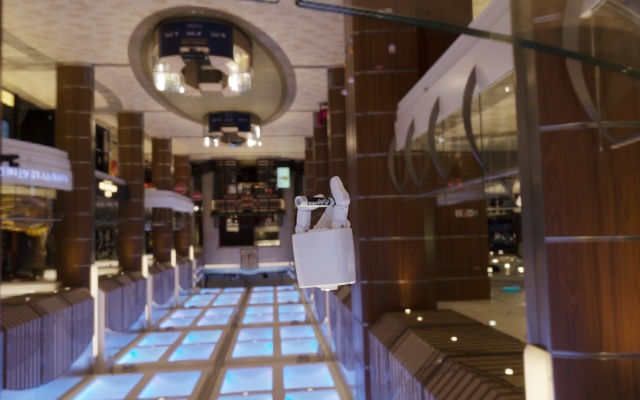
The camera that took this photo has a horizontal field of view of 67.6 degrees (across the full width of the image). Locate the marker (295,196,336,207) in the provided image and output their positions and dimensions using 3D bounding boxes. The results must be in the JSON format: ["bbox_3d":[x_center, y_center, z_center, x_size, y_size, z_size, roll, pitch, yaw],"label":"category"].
[{"bbox_3d":[0.000,0.003,0.895,0.020,0.020,0.121,0,-1,41],"label":"marker"}]
